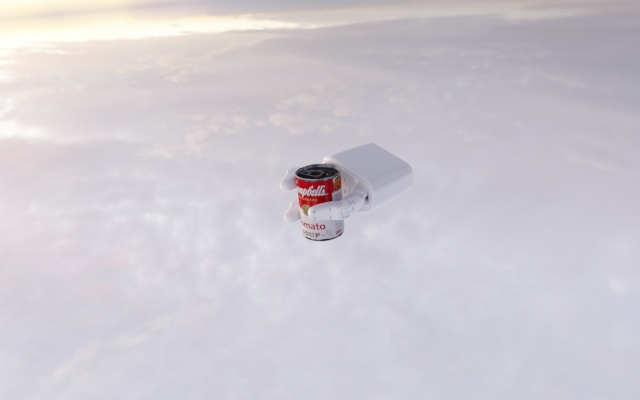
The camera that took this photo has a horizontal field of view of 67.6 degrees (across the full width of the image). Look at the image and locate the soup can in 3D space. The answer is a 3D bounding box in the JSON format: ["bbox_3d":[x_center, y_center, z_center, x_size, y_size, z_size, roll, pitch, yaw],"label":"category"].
[{"bbox_3d":[0.000,0.003,0.727,0.068,0.102,0.068,-4,24,2],"label":"soup can"}]
